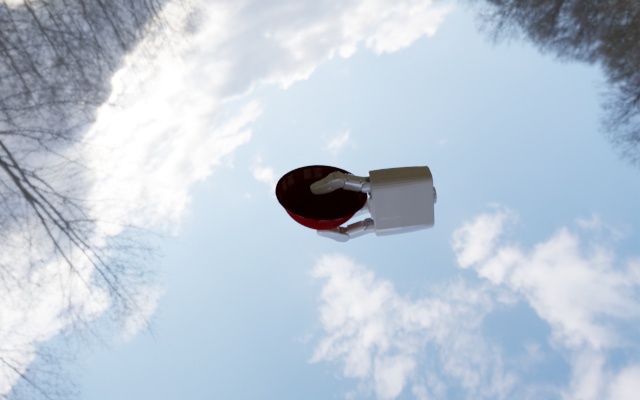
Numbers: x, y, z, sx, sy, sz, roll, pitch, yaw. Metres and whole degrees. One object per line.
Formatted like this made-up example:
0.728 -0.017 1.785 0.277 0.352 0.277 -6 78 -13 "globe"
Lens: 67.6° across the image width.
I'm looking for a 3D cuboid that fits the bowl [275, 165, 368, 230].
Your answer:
-0.001 0.003 0.844 0.162 0.055 0.162 3 38 -2 "bowl"
